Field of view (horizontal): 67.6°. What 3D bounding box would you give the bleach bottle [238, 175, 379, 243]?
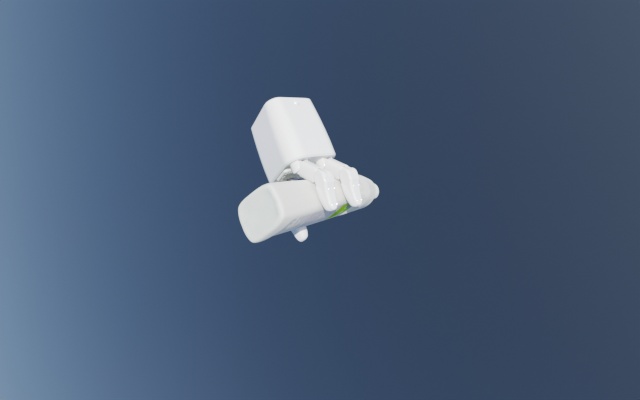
[{"bbox_3d":[0.000,0.002,0.758,0.251,0.068,0.102,-10,-18,-46],"label":"bleach bottle"}]
